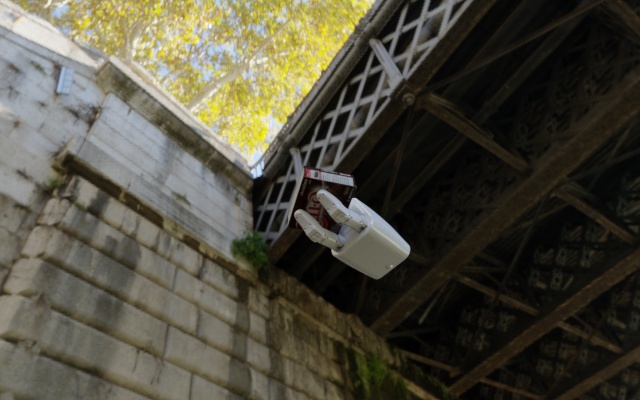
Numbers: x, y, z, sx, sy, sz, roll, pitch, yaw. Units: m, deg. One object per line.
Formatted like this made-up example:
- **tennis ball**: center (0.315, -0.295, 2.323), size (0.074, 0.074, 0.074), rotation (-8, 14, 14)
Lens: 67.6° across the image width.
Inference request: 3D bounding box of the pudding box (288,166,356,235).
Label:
- **pudding box**: center (0.000, 0.003, 0.800), size (0.090, 0.114, 0.039), rotation (10, 35, -12)
